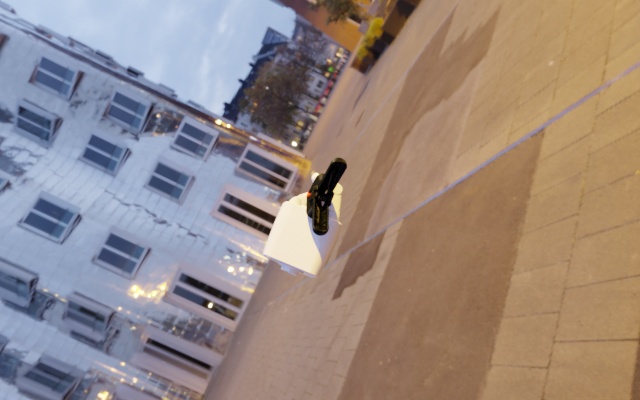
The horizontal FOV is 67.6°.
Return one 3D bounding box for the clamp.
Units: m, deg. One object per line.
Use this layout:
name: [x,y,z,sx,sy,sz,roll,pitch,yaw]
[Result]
clamp: [0.000,0.002,0.781,0.039,0.120,0.171,22,-12,-6]
